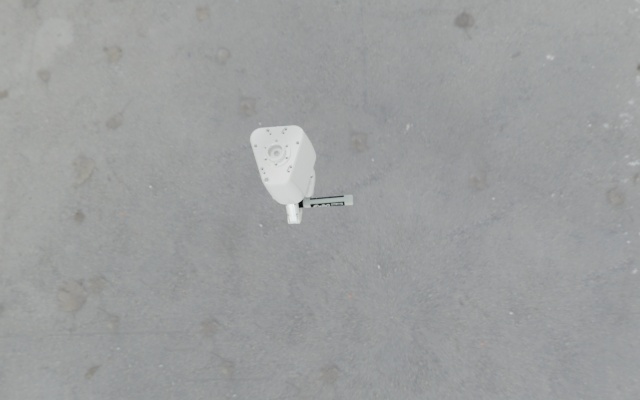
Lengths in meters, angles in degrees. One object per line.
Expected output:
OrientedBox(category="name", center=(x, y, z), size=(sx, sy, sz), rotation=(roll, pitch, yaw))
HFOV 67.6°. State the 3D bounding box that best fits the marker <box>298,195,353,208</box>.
OrientedBox(category="marker", center=(0.000, 0.003, 0.894), size=(0.121, 0.020, 0.020), rotation=(-4, -1, 8))
